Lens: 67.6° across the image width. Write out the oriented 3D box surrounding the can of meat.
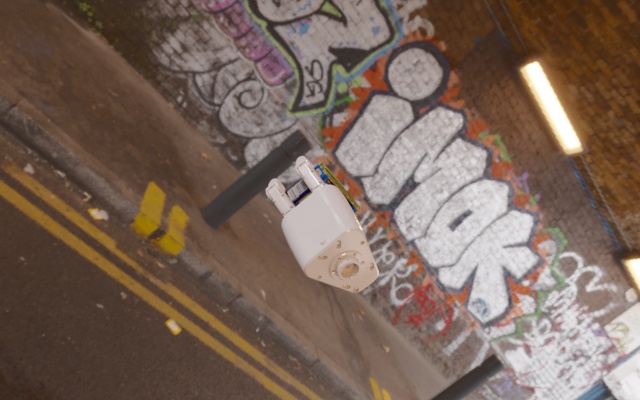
[{"bbox_3d":[0.000,0.002,0.743,0.102,0.084,0.057,46,9,-33],"label":"can of meat"}]
